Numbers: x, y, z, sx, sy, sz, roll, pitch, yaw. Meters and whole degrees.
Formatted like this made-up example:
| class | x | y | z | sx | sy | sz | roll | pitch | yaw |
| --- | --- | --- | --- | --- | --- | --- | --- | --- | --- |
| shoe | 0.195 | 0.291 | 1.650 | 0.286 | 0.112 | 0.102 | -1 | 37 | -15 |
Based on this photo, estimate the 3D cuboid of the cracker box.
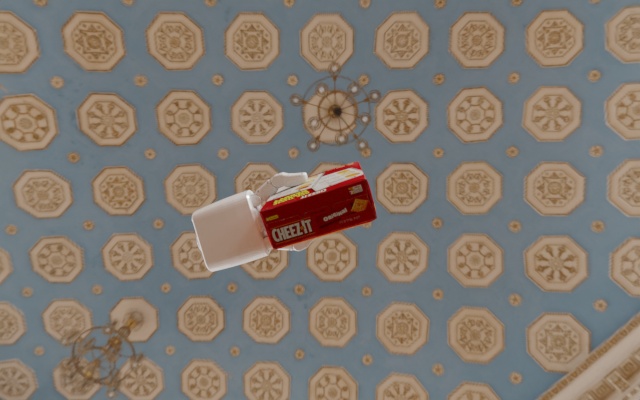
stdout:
| class | x | y | z | sx | sy | sz | roll | pitch | yaw |
| --- | --- | --- | --- | --- | --- | --- | --- | --- | --- |
| cracker box | 0.000 | 0.002 | 0.789 | 0.164 | 0.072 | 0.213 | -18 | 10 | 5 |
